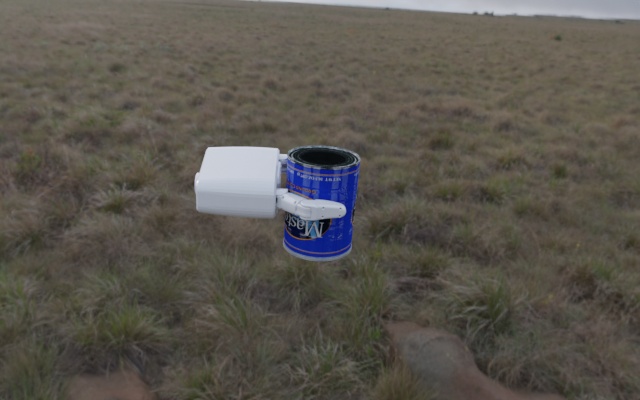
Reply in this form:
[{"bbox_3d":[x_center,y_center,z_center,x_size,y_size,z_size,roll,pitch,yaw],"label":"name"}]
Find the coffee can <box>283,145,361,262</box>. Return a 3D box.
[{"bbox_3d":[0.000,0.002,0.687,0.103,0.140,0.102,4,22,-1],"label":"coffee can"}]
